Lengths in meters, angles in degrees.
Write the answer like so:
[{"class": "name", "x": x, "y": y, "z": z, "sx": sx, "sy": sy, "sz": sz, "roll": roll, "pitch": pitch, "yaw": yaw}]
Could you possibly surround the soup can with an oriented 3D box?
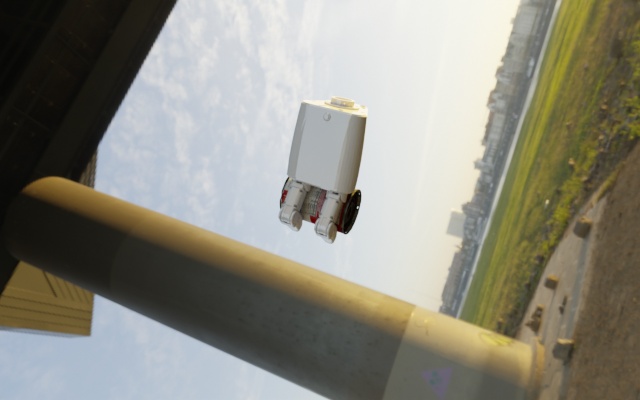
[{"class": "soup can", "x": 0.000, "y": 0.003, "z": 0.694, "sx": 0.102, "sy": 0.068, "sz": 0.068, "roll": 17, "pitch": 6, "yaw": 19}]
